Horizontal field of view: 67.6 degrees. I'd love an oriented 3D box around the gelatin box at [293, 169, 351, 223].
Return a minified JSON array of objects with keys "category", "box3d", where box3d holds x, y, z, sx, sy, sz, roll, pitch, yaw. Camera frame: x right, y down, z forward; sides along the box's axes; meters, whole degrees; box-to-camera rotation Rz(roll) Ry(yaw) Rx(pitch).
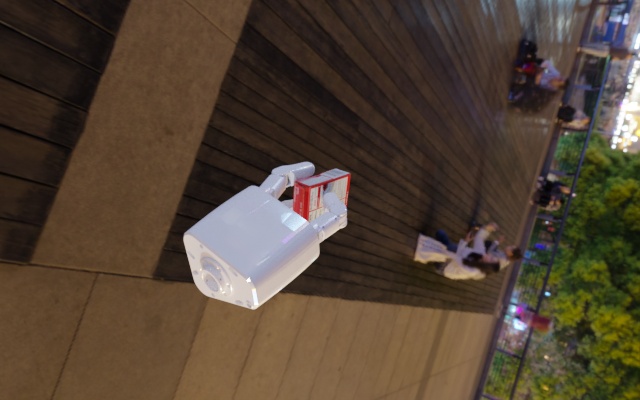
[{"category":"gelatin box","box3d":[0.001,0.002,0.643,0.030,0.073,0.089,23,28,35]}]
